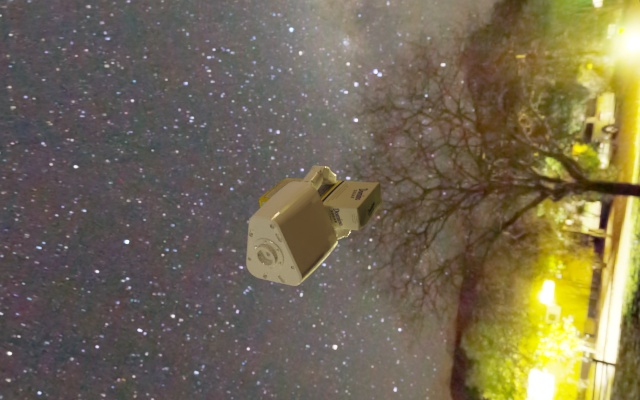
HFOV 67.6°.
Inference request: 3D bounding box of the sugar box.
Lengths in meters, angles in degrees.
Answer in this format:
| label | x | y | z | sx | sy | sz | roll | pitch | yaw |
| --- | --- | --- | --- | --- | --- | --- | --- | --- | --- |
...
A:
| label | x | y | z | sx | sy | sz | roll | pitch | yaw |
| --- | --- | --- | --- | --- | --- | --- | --- | --- | --- |
| sugar box | 0.000 | 0.003 | 0.766 | 0.176 | 0.048 | 0.093 | 7 | 30 | 28 |
